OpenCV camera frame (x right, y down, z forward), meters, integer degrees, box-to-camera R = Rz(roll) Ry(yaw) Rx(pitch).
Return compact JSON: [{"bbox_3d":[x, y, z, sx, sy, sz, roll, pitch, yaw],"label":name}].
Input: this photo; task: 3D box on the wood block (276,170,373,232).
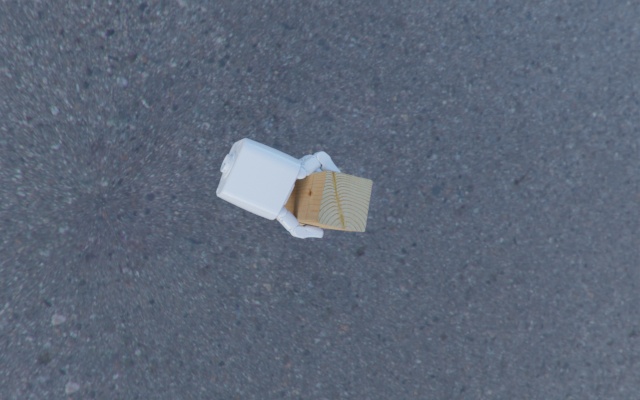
[{"bbox_3d":[0.000,0.003,0.875,0.090,0.091,0.206,12,-5,-23],"label":"wood block"}]
